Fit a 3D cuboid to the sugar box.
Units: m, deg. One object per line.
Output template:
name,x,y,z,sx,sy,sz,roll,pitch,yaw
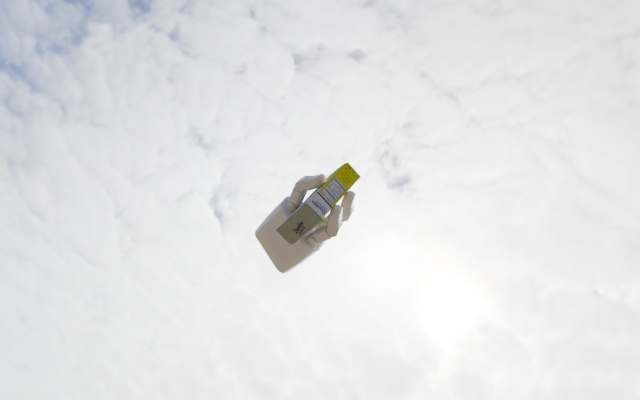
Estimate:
sugar box,0.000,0.003,0.854,0.093,0.048,0.176,-42,5,38
